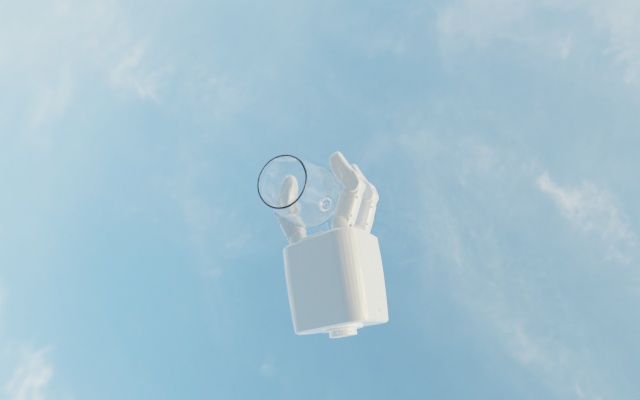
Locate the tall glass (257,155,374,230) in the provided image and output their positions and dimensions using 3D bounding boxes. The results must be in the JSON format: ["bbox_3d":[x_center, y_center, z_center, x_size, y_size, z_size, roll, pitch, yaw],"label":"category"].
[{"bbox_3d":[0.000,0.002,0.602,0.079,0.079,0.201,0,-13,26],"label":"tall glass"}]
